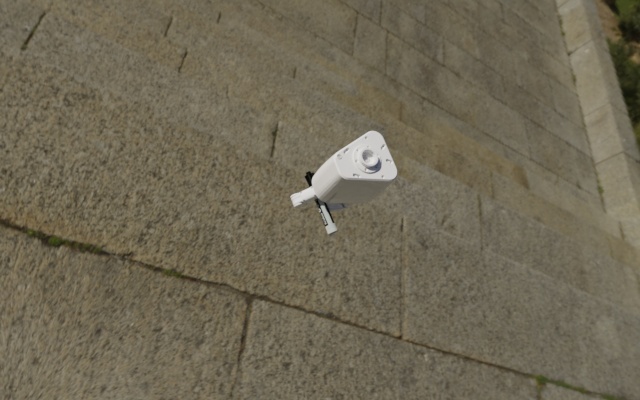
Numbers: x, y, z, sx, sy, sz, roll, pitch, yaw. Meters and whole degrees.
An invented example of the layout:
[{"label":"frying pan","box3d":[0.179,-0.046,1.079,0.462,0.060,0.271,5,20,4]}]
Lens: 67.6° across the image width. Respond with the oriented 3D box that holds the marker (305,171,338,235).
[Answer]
[{"label":"marker","box3d":[0.000,0.003,0.861,0.020,0.121,0.020,-21,-11,-4]}]
